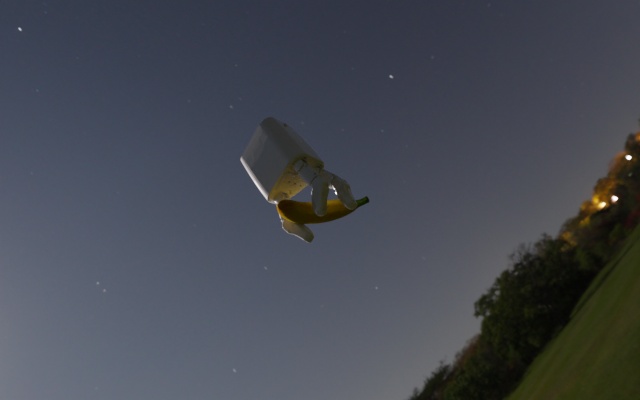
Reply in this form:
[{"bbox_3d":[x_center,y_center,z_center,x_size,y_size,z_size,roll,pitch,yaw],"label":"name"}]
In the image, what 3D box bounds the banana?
[{"bbox_3d":[-0.007,0.013,0.809,0.198,0.037,0.070,-6,-32,-42],"label":"banana"}]
